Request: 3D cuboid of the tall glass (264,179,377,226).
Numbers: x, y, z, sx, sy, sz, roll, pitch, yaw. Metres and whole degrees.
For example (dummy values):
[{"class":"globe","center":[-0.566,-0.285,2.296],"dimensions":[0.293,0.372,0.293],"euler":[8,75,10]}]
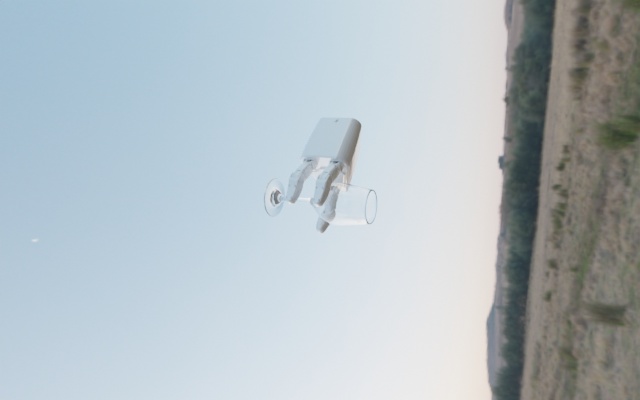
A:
[{"class":"tall glass","center":[-0.001,0.003,0.879],"dimensions":[0.201,0.079,0.079],"euler":[6,2,25]}]
